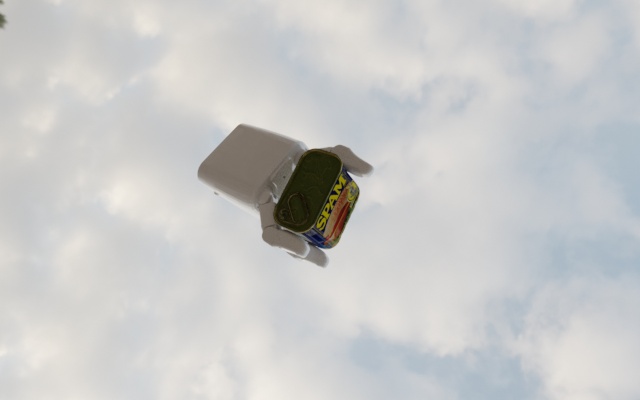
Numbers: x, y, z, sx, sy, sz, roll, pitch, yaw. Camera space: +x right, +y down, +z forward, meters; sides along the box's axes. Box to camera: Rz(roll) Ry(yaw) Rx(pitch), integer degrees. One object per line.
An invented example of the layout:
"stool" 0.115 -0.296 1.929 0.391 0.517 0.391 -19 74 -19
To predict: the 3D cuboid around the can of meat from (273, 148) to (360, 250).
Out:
"can of meat" 0.000 0.002 0.580 0.057 0.102 0.084 20 -12 29
